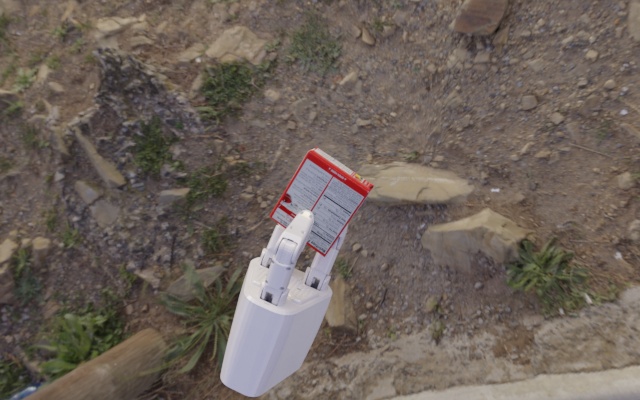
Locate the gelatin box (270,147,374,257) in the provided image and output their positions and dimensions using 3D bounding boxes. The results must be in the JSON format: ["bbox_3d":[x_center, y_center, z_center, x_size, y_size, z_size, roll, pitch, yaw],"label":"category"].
[{"bbox_3d":[0.000,0.001,0.493,0.073,0.089,0.030,34,22,5],"label":"gelatin box"}]
